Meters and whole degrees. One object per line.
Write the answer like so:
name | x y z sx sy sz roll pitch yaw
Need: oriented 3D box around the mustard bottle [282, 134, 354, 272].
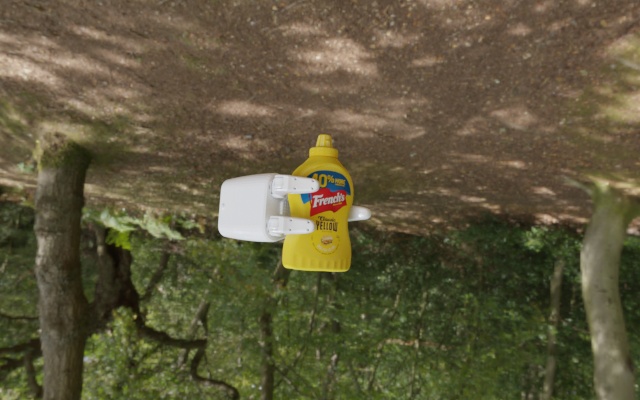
mustard bottle | 0.000 0.002 0.674 0.096 0.191 0.058 6 -7 -25
